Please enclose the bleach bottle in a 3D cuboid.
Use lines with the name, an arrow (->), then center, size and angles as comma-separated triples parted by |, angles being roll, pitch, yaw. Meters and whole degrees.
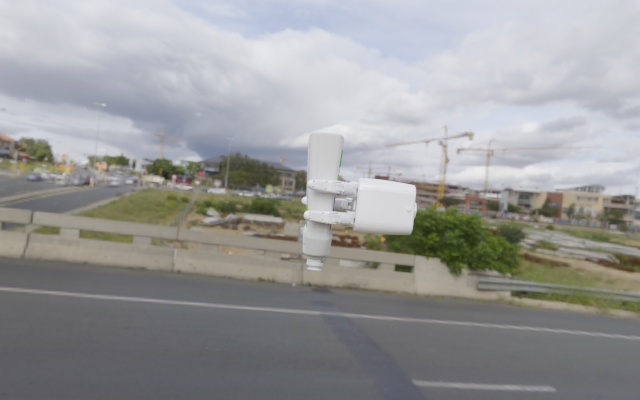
bleach bottle -> 0.000, 0.003, 0.893 | 0.068, 0.251, 0.102 | 5, -1, 0
